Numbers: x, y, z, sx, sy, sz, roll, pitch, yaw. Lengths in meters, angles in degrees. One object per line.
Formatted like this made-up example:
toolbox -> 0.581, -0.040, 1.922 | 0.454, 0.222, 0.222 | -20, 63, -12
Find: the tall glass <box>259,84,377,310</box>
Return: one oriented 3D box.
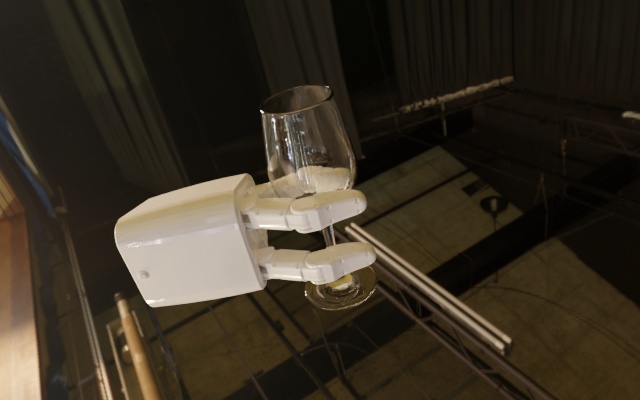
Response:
tall glass -> 0.000, 0.002, 0.434 | 0.079, 0.201, 0.079 | -10, 31, 6
